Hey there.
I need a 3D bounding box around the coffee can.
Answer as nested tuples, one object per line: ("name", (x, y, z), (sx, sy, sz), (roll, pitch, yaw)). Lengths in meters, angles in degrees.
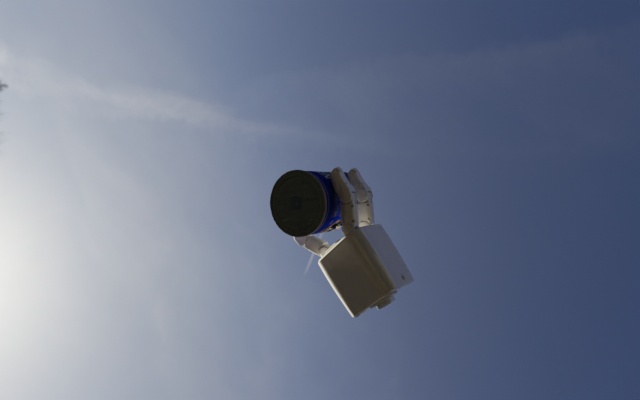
("coffee can", (0.000, 0.002, 0.782), (0.103, 0.103, 0.140), (0, 2, 32))
